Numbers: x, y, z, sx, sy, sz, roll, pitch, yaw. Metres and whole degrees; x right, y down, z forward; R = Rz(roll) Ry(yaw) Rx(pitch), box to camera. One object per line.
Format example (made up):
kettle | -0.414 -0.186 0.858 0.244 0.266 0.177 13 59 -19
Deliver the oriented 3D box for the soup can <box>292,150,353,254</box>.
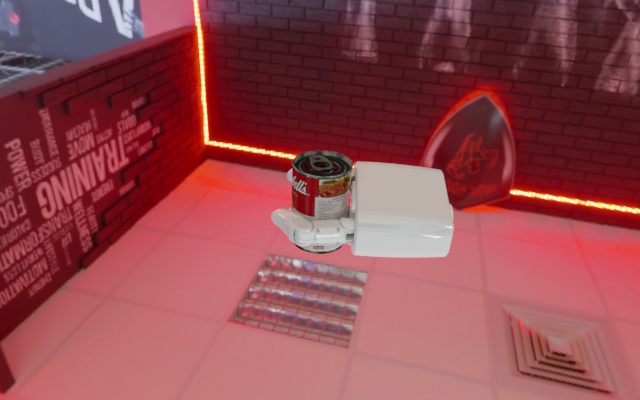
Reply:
soup can | 0.000 0.002 0.553 0.068 0.102 0.068 2 30 -1
